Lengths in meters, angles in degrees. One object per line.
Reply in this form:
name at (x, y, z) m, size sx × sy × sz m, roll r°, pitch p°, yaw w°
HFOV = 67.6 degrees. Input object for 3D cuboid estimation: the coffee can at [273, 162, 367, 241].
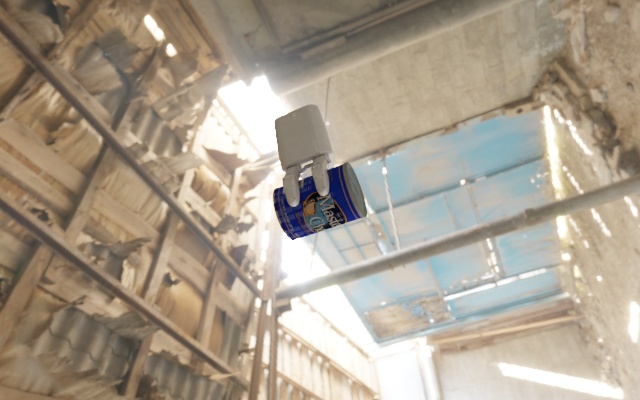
coffee can at (0.000, 0.003, 0.850) m, size 0.140 × 0.103 × 0.103 m, roll -19°, pitch -5°, yaw 14°
